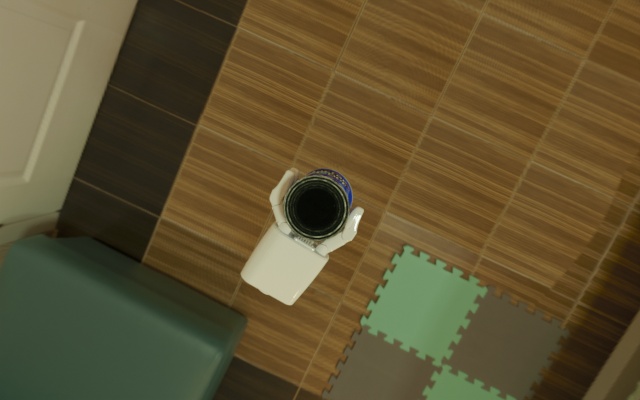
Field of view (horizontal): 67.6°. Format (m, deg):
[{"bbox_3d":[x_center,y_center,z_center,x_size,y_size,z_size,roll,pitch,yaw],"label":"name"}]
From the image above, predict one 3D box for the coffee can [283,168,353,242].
[{"bbox_3d":[0.000,0.002,0.789,0.103,0.103,0.140,0,8,6],"label":"coffee can"}]
